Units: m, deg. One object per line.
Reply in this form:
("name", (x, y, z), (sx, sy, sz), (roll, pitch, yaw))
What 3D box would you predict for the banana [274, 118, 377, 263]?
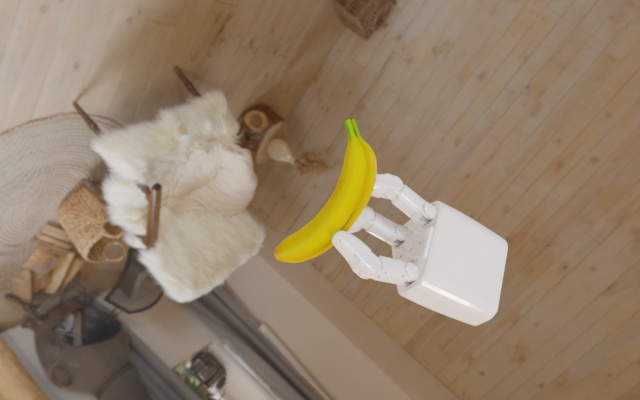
("banana", (0.010, 0.011, 0.532), (0.037, 0.198, 0.069), (8, 33, -41))
